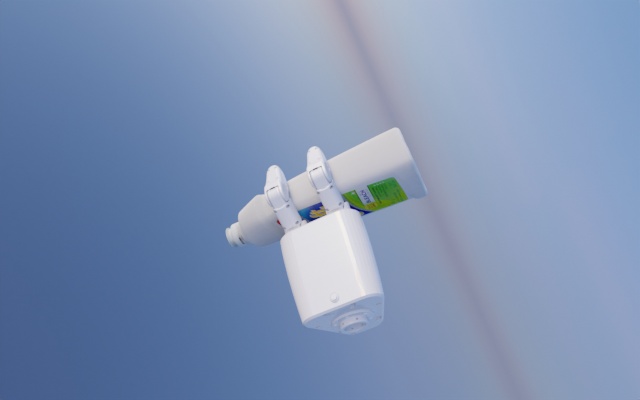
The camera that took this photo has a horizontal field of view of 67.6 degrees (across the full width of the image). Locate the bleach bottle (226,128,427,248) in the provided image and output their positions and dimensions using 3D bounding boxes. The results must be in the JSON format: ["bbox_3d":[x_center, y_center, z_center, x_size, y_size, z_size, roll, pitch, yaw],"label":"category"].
[{"bbox_3d":[0.000,0.002,0.600,0.251,0.068,0.103,-24,-33,12],"label":"bleach bottle"}]
